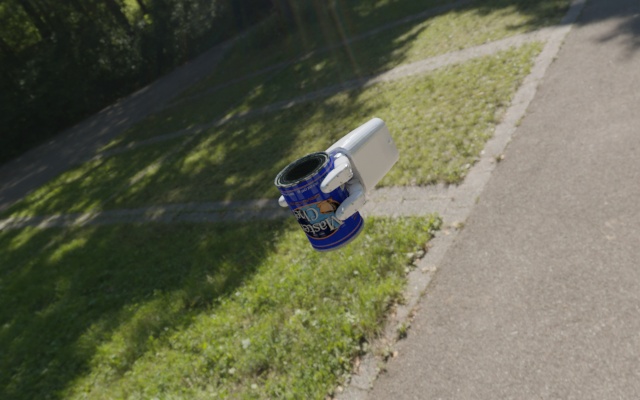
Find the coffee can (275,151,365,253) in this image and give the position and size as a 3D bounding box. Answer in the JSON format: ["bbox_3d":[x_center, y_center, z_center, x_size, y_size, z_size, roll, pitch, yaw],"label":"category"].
[{"bbox_3d":[0.000,0.003,0.813,0.103,0.140,0.102,-24,24,12],"label":"coffee can"}]
